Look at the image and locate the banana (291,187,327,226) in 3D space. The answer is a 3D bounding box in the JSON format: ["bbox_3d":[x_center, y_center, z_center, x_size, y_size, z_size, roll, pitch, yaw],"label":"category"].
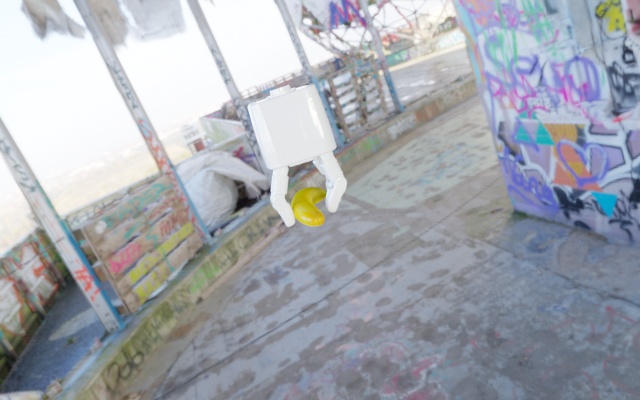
[{"bbox_3d":[-0.017,0.005,0.820,0.069,0.037,0.197,-11,14,11],"label":"banana"}]
